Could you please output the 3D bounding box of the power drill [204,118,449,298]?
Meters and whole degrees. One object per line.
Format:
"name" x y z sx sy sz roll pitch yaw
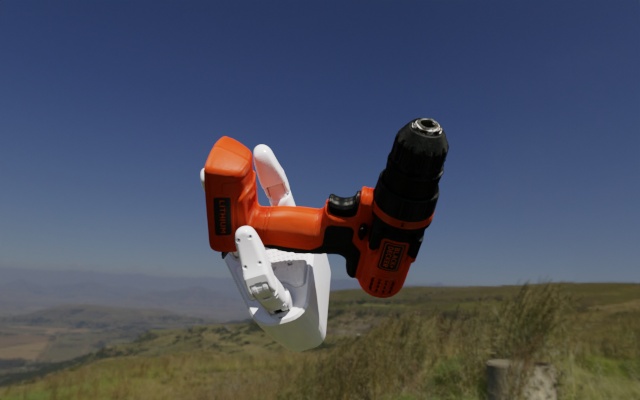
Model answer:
"power drill" 0.000 0.001 0.403 0.187 0.185 0.057 12 39 4
